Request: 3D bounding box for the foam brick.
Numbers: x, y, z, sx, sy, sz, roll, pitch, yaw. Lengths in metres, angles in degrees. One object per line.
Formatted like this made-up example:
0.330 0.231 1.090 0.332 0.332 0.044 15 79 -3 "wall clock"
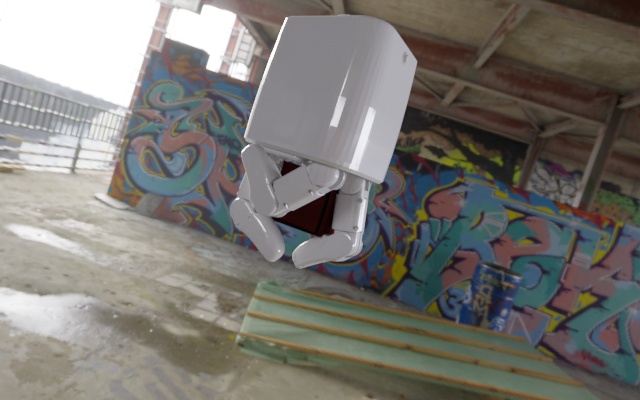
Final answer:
0.000 0.001 0.425 0.053 0.051 0.078 18 2 26 "foam brick"
